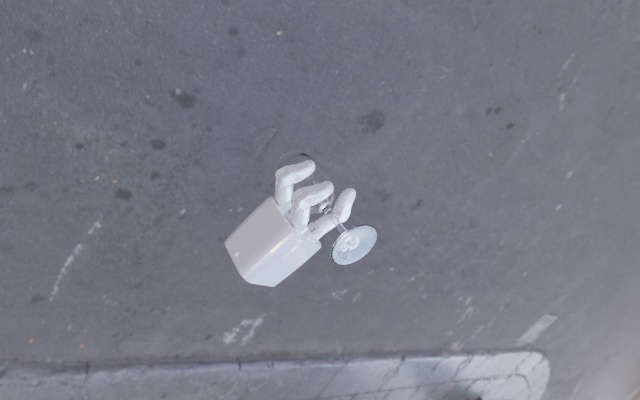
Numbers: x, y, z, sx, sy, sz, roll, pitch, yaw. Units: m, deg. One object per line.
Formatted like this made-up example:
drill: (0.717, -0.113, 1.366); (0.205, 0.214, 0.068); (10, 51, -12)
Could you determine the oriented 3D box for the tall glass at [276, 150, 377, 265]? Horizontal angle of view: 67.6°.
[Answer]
tall glass: (0.001, 0.003, 0.725); (0.079, 0.079, 0.201); (0, 37, -36)
